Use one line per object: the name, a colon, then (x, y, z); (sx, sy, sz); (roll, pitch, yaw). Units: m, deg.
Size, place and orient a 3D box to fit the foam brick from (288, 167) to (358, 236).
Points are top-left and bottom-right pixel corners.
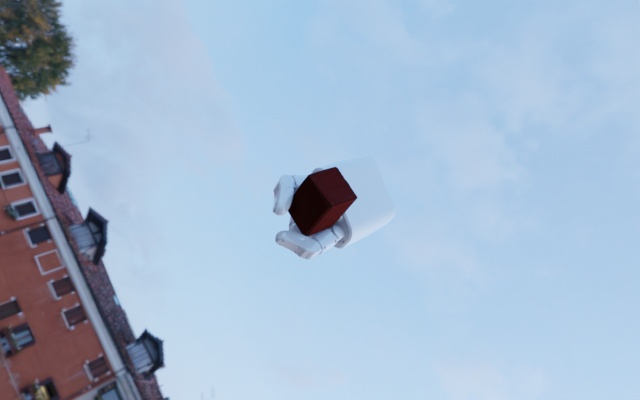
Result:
foam brick: (0.000, 0.002, 0.621); (0.051, 0.053, 0.078); (-19, -21, -39)
